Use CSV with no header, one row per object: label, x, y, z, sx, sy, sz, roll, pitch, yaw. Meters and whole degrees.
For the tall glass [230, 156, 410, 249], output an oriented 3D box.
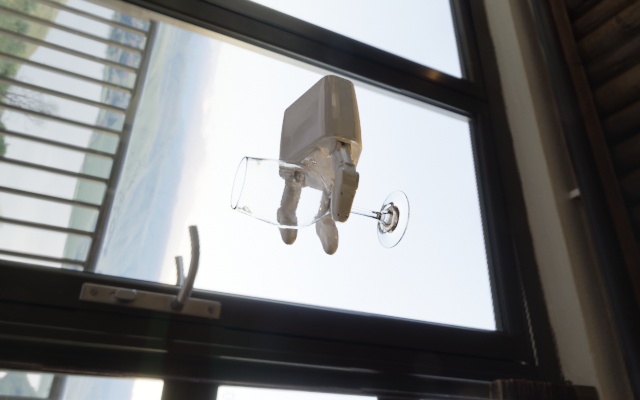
tall glass,0.001,0.002,0.561,0.201,0.079,0.079,13,-5,-21
